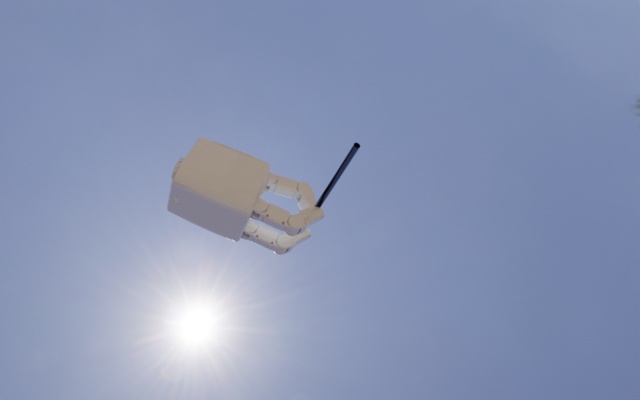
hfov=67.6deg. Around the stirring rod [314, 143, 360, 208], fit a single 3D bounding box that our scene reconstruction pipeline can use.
[{"bbox_3d":[0.000,0.002,0.633,0.011,0.011,0.240,0,-32,-24],"label":"stirring rod"}]
